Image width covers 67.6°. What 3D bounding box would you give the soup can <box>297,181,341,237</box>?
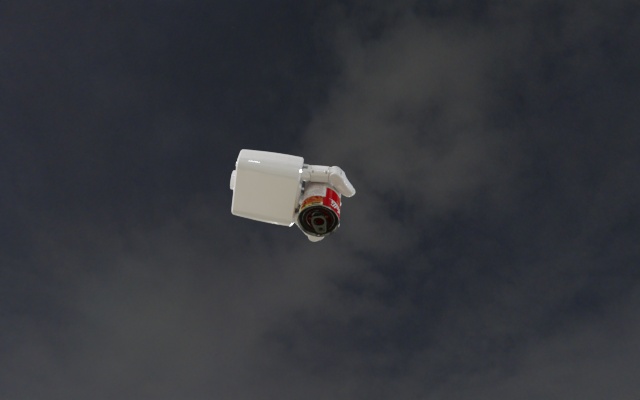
[{"bbox_3d":[0.001,0.002,0.805,0.068,0.069,0.102,0,39,6],"label":"soup can"}]
